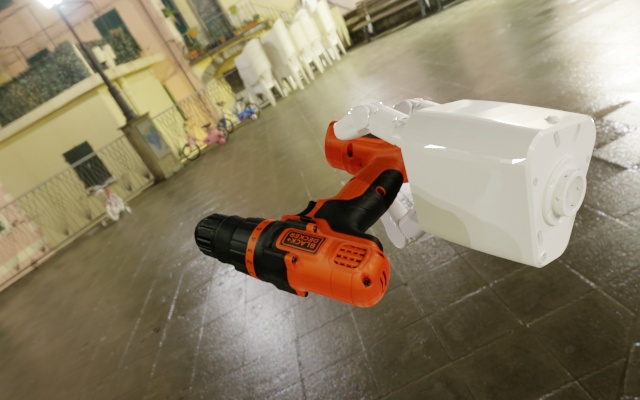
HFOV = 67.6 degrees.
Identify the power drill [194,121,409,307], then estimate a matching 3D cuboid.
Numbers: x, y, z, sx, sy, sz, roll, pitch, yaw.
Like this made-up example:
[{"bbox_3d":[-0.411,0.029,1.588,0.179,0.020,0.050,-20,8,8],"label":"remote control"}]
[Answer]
[{"bbox_3d":[0.001,0.001,0.437,0.184,0.057,0.187,13,49,28],"label":"power drill"}]
